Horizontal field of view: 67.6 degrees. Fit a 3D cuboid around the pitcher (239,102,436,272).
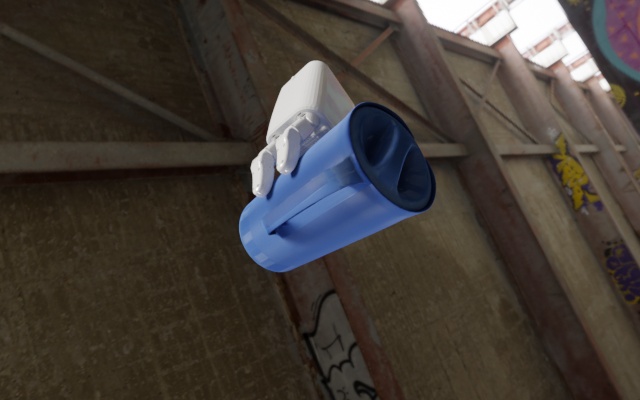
[{"bbox_3d":[0.000,0.002,0.572,0.149,0.145,0.243,30,-43,-28],"label":"pitcher"}]
